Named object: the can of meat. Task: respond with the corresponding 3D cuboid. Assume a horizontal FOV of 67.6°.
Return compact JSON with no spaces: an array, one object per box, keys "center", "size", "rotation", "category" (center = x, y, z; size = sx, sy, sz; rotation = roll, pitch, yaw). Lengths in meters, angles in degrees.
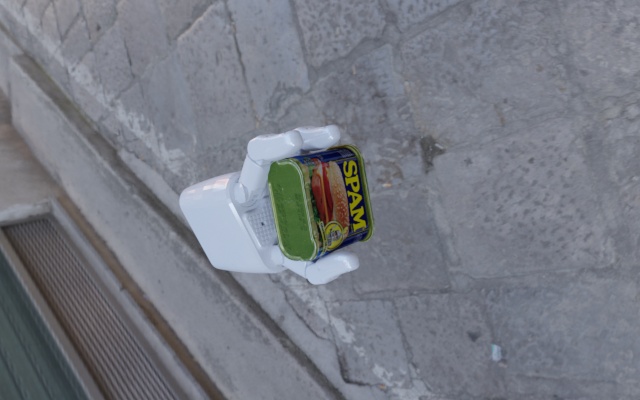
[{"center":[0.000,0.002,0.464],"size":[0.057,0.102,0.084],"rotation":[-3,9,45],"category":"can of meat"}]
